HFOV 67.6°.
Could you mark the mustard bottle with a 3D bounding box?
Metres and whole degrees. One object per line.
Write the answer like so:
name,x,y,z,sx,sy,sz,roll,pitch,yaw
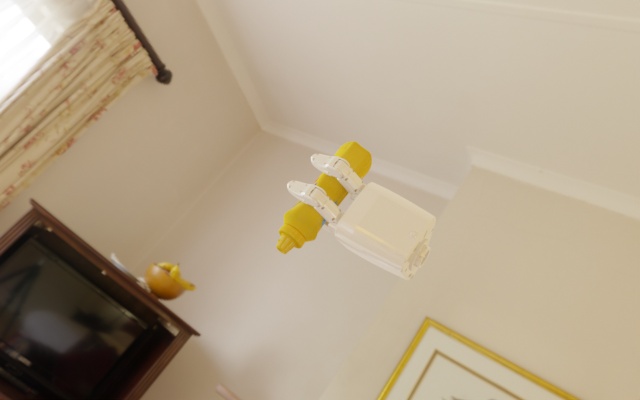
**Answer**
mustard bottle,0.000,0.002,0.711,0.058,0.191,0.096,38,-22,1
